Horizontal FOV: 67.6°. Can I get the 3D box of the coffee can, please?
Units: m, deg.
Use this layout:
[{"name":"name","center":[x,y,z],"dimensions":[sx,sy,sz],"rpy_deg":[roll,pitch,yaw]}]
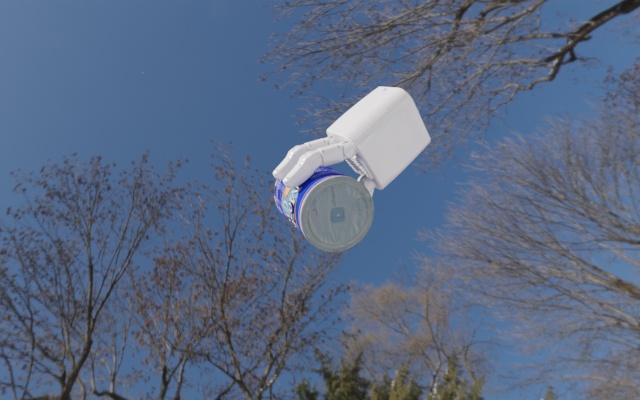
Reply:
[{"name":"coffee can","center":[0.000,0.002,0.681],"dimensions":[0.103,0.103,0.140],"rpy_deg":[0,14,-20]}]
